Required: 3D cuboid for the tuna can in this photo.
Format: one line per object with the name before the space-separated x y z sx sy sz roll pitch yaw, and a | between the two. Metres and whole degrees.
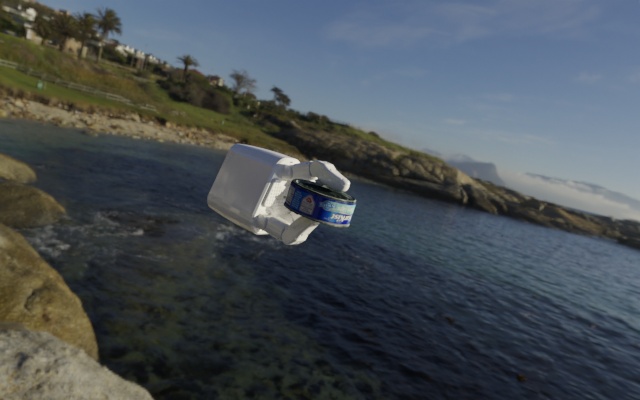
tuna can | 0.000 0.001 0.589 0.086 0.034 0.086 18 10 -3
